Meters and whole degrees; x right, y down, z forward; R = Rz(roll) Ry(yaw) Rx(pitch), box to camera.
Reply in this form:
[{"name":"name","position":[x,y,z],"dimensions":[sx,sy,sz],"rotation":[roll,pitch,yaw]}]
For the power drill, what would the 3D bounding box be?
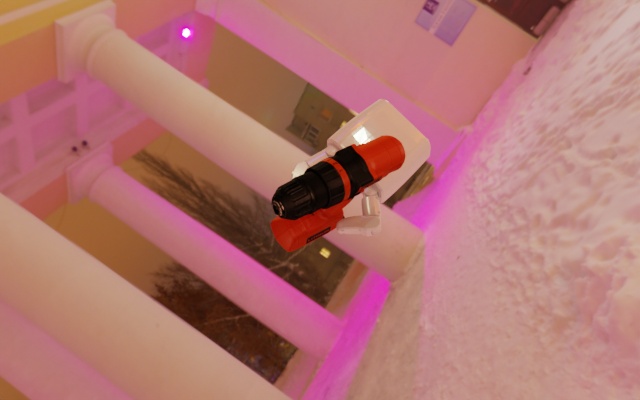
[{"name":"power drill","position":[0.000,0.002,0.595],"dimensions":[0.184,0.057,0.188],"rotation":[-25,-11,-31]}]
